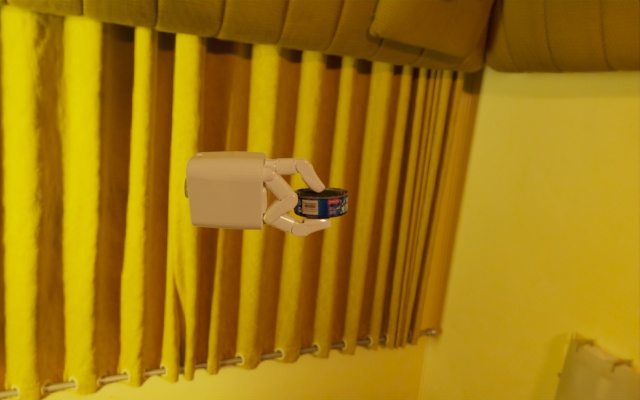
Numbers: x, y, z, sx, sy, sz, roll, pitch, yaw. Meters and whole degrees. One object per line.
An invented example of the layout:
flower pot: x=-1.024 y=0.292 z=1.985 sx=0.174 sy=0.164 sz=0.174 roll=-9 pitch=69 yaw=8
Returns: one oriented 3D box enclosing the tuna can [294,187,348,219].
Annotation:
tuna can: x=0.000 y=0.003 z=0.742 sx=0.086 sy=0.034 sz=0.086 roll=-1 pitch=12 yaw=0
